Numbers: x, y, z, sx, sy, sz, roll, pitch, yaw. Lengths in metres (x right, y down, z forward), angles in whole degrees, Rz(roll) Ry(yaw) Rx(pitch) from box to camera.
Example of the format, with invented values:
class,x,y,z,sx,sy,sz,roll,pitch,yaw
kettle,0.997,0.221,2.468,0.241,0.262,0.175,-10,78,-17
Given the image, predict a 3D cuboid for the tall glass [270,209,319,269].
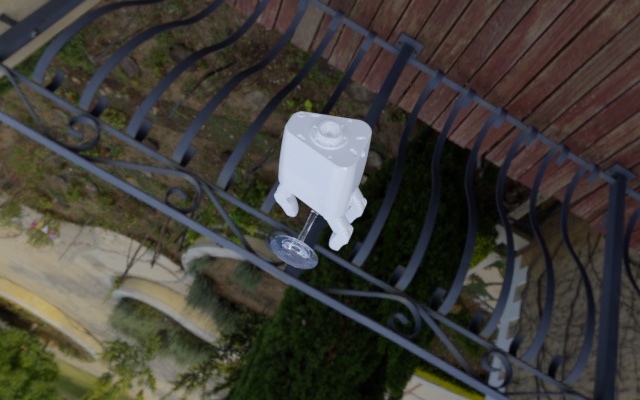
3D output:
class,x,y,z,sx,sy,sz,roll,pitch,yaw
tall glass,0.000,0.003,0.733,0.079,0.201,0.079,18,-36,14
